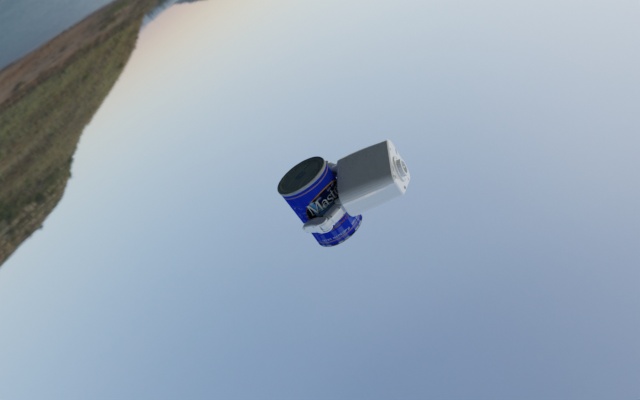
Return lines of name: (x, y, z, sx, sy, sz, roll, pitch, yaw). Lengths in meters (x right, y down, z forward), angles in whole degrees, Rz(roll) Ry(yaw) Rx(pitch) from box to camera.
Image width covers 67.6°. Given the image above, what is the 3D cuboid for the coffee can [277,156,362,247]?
coffee can: (0.000, 0.003, 0.896, 0.103, 0.140, 0.102, -28, 28, 17)
